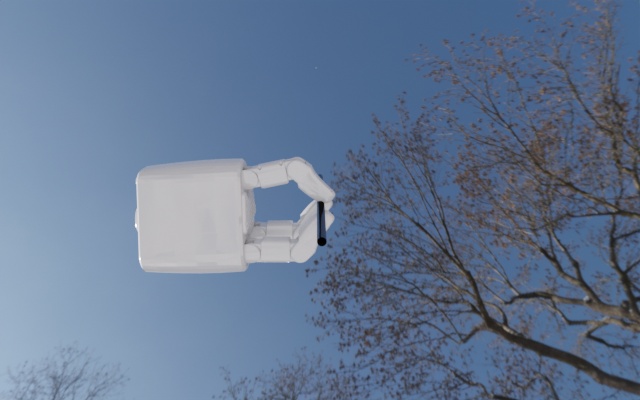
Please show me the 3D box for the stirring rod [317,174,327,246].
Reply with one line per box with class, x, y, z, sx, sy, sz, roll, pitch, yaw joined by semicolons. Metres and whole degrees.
stirring rod;0.000;0.002;0.506;0.011;0.011;0.239;0;16;-1
